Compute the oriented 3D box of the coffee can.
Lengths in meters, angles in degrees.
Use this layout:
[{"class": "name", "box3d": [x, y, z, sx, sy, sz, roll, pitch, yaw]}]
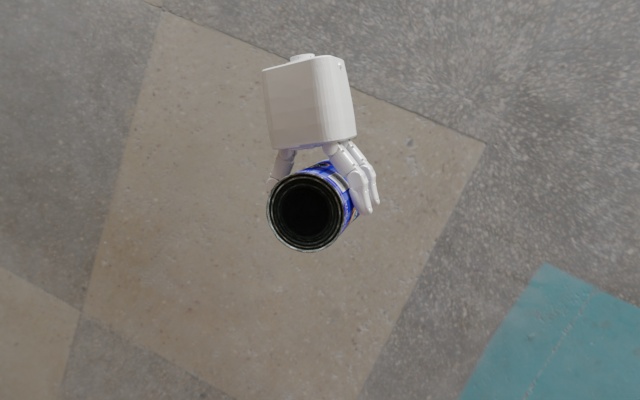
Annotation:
[{"class": "coffee can", "box3d": [0.000, 0.002, 0.652, 0.103, 0.103, 0.140, 0, 11, 17]}]
